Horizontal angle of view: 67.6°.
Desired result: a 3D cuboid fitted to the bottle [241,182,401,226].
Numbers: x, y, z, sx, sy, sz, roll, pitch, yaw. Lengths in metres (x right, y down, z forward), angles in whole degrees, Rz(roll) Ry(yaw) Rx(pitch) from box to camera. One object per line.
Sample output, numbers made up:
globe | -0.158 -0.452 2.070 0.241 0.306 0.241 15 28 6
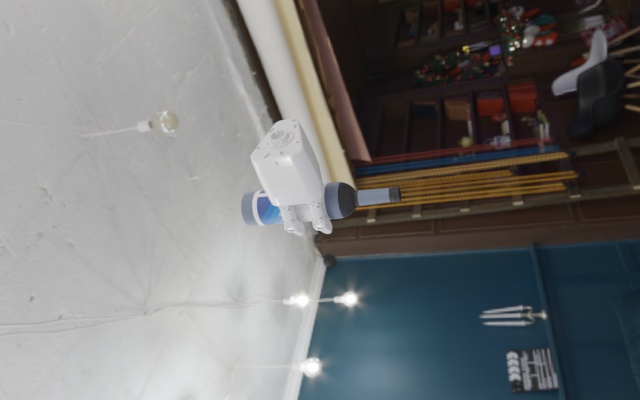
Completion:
bottle | 0.000 0.003 0.879 0.296 0.069 0.069 -6 -2 19
